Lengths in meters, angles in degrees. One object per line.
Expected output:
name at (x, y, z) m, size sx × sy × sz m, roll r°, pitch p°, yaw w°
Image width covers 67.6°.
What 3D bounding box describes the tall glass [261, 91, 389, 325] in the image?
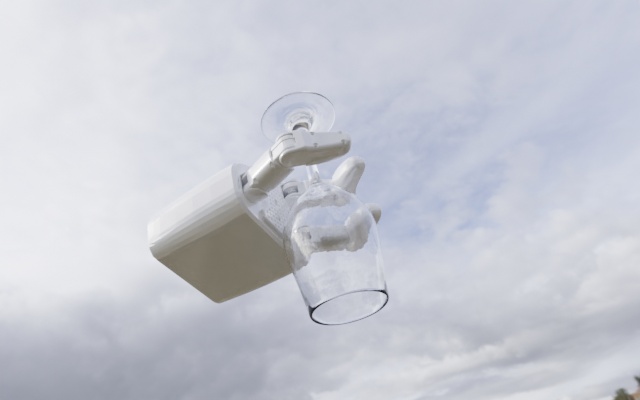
tall glass at (0.000, 0.001, 0.412) m, size 0.079 × 0.201 × 0.079 m, roll -11°, pitch -34°, yaw -7°
